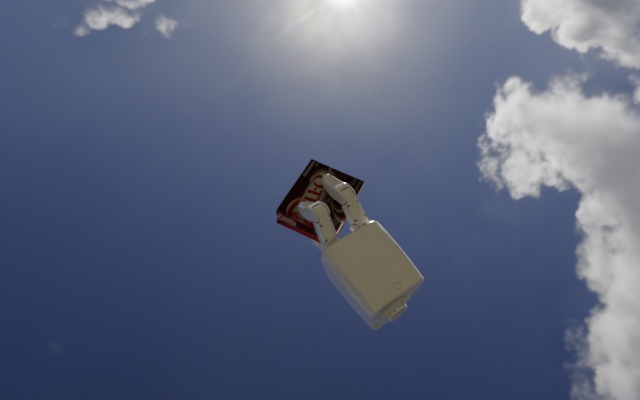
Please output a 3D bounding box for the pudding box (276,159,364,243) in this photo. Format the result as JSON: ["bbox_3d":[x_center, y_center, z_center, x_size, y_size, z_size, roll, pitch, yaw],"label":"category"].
[{"bbox_3d":[0.000,0.002,0.699,0.090,0.113,0.039,24,-36,11],"label":"pudding box"}]
